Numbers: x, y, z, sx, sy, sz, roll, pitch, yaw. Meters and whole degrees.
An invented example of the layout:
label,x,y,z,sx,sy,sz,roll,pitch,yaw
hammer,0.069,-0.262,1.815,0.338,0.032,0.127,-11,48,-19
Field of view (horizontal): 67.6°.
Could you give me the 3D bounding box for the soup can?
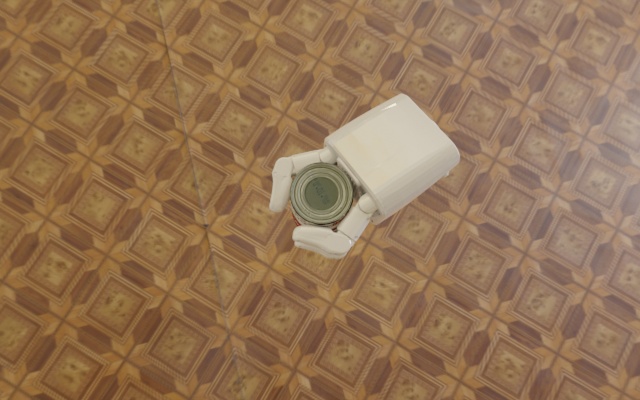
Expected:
label,x,y,z,sx,sy,sz,roll,pitch,yaw
soup can,0.000,0.002,0.536,0.068,0.068,0.102,0,-11,-2
